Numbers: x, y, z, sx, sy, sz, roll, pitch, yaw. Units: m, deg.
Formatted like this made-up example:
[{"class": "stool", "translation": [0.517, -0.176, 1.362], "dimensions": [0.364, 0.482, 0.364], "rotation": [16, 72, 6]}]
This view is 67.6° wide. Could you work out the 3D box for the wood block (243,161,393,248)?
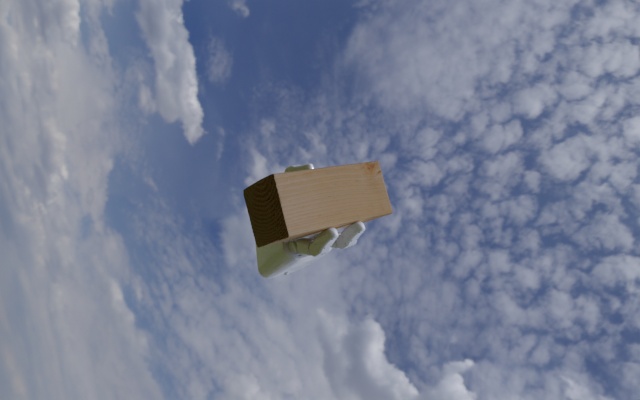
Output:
[{"class": "wood block", "translation": [0.000, 0.002, 0.731], "dimensions": [0.206, 0.091, 0.090], "rotation": [-11, -8, -39]}]
